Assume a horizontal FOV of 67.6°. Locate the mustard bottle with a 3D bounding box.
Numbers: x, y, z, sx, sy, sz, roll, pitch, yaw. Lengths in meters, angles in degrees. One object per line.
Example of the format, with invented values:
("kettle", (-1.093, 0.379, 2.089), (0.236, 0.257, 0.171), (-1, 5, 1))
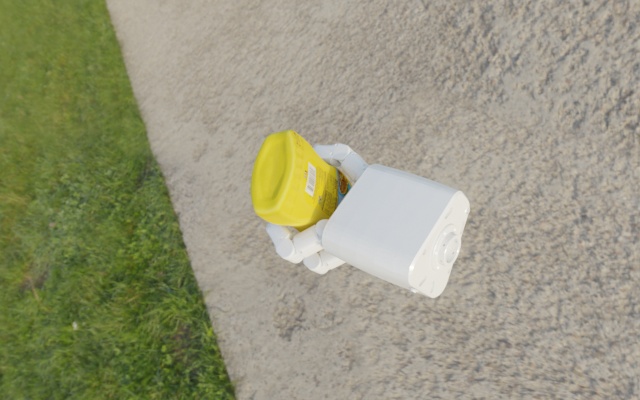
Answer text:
("mustard bottle", (0.000, 0.002, 0.558), (0.058, 0.096, 0.192), (-8, -25, 31))
